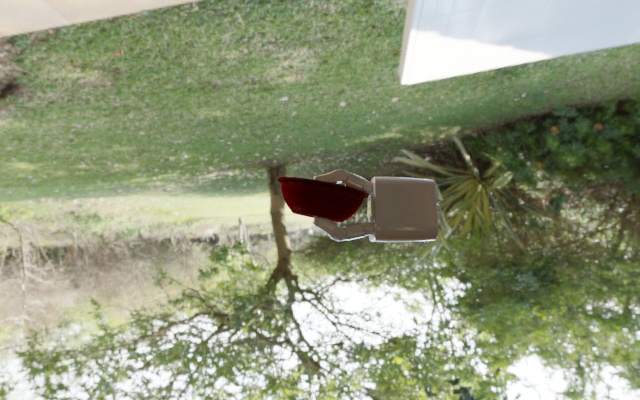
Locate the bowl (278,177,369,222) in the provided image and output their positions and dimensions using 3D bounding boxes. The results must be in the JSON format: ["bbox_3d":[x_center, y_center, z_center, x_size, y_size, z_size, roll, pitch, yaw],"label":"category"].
[{"bbox_3d":[-0.001,0.003,0.827,0.162,0.055,0.162,11,-5,1],"label":"bowl"}]
